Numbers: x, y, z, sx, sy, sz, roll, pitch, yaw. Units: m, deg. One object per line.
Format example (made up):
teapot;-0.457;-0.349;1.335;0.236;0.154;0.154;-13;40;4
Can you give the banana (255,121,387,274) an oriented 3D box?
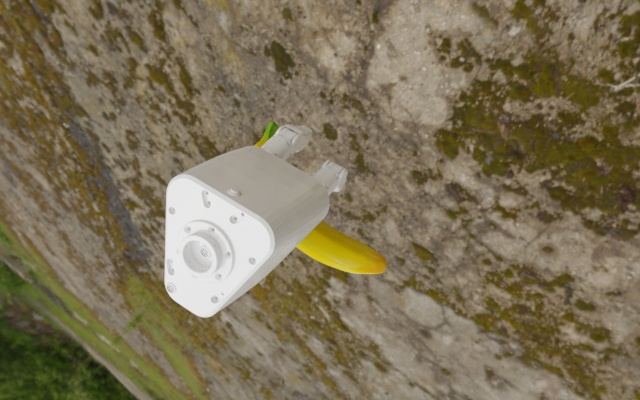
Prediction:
banana;-0.017;0.010;0.489;0.069;0.198;0.037;-38;-6;-2
